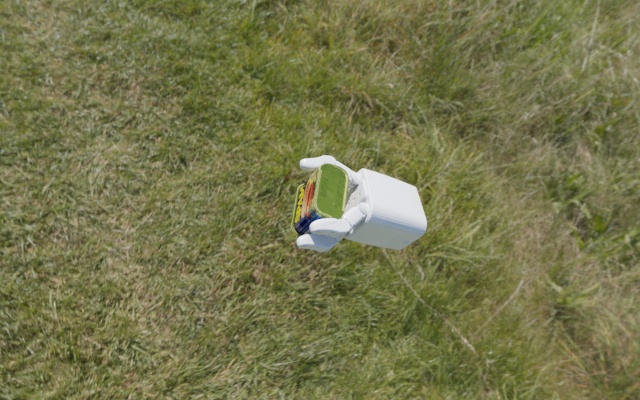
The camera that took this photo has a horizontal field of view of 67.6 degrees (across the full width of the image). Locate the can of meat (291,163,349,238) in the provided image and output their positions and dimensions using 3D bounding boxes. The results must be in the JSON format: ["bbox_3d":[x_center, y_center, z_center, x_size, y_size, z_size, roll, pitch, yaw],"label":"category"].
[{"bbox_3d":[0.000,0.002,0.746,0.057,0.102,0.084,20,-33,-18],"label":"can of meat"}]
